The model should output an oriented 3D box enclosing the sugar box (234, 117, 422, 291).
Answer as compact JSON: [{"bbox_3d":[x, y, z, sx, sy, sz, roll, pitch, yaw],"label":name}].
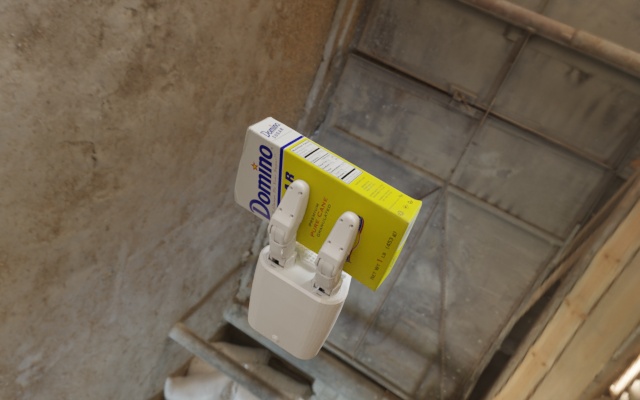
[{"bbox_3d":[0.000,0.002,0.462,0.176,0.093,0.048,29,37,15],"label":"sugar box"}]
